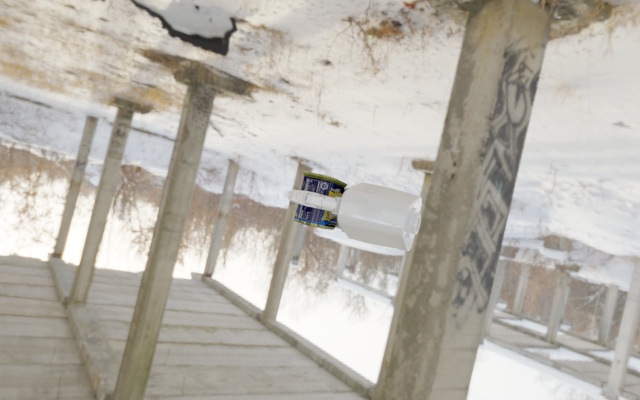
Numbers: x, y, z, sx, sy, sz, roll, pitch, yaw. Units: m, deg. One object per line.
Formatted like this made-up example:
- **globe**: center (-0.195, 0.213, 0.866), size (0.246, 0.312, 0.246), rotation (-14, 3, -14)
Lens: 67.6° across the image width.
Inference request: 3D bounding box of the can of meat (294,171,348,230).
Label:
- **can of meat**: center (0.000, 0.003, 0.796), size (0.057, 0.084, 0.102), rotation (13, -1, 19)
